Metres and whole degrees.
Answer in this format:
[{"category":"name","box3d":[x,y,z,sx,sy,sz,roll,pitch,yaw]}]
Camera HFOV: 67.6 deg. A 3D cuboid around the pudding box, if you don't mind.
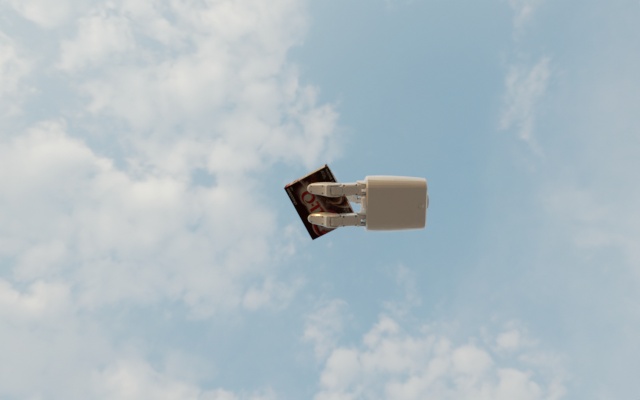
[{"category":"pudding box","box3d":[0.000,0.003,0.866,0.090,0.113,0.039,-27,8,9]}]
